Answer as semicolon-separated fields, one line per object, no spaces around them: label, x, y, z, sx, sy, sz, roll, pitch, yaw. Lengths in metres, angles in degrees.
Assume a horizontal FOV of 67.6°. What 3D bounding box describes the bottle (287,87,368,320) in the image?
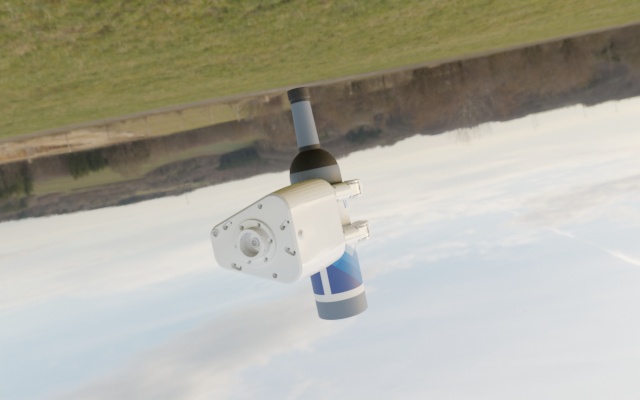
bottle;0.000;0.002;0.619;0.069;0.296;0.069;-12;4;1
